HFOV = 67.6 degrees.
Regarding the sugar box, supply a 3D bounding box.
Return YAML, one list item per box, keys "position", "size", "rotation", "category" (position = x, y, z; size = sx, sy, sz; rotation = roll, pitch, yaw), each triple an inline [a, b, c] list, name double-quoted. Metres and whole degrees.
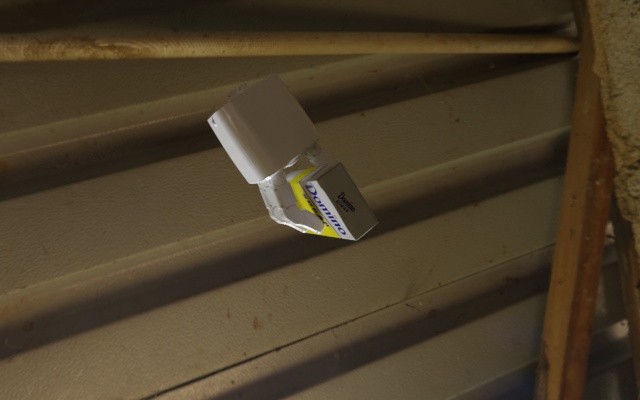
- position: [0.000, 0.002, 0.653]
  size: [0.048, 0.093, 0.176]
  rotation: [-37, 13, -16]
  category: "sugar box"
